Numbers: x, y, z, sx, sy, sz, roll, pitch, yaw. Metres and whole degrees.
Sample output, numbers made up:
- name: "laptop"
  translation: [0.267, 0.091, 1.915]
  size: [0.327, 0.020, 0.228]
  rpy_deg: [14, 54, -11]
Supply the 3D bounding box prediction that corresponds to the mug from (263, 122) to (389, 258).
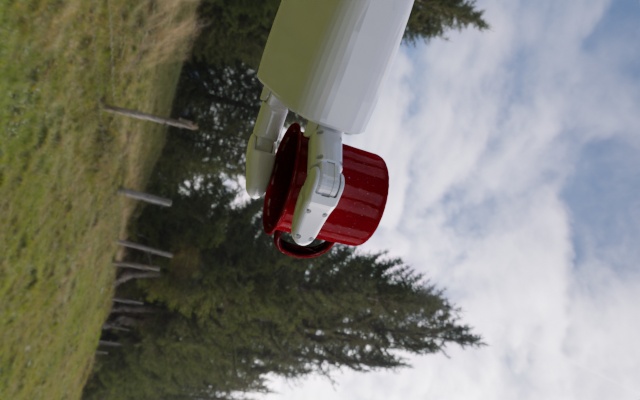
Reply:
- name: "mug"
  translation: [0.000, 0.003, 0.402]
  size: [0.081, 0.117, 0.093]
  rpy_deg: [14, 26, -17]
